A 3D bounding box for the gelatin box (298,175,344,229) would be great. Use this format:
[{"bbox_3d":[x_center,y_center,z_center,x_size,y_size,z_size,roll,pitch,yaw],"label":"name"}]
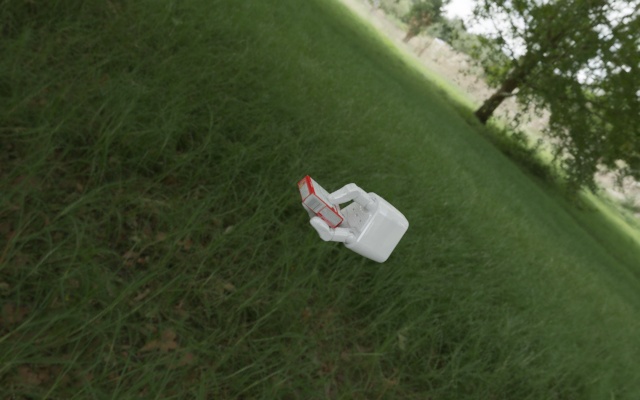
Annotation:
[{"bbox_3d":[0.000,0.002,0.896,0.089,0.030,0.073,41,16,-28],"label":"gelatin box"}]
